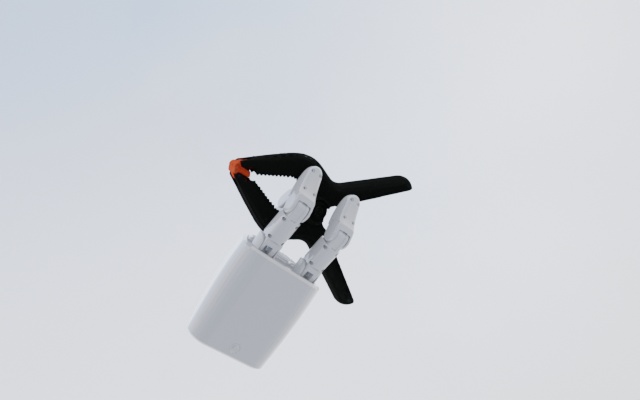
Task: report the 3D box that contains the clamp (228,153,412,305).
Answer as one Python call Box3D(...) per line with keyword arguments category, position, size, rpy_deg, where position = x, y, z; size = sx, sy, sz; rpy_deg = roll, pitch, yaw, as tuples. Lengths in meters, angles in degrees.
Box3D(category="clamp", position=(-0.001, 0.001, 0.523), size=(0.210, 0.164, 0.036), rpy_deg=(36, -7, -26))
